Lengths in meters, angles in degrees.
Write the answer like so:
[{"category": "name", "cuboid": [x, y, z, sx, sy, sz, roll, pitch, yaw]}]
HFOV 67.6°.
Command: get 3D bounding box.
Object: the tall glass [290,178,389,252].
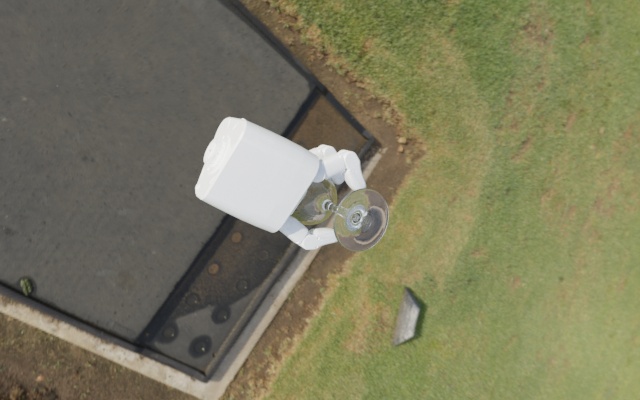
[{"category": "tall glass", "cuboid": [0.001, 0.002, 0.627, 0.079, 0.079, 0.201, 0, 12, -29]}]
